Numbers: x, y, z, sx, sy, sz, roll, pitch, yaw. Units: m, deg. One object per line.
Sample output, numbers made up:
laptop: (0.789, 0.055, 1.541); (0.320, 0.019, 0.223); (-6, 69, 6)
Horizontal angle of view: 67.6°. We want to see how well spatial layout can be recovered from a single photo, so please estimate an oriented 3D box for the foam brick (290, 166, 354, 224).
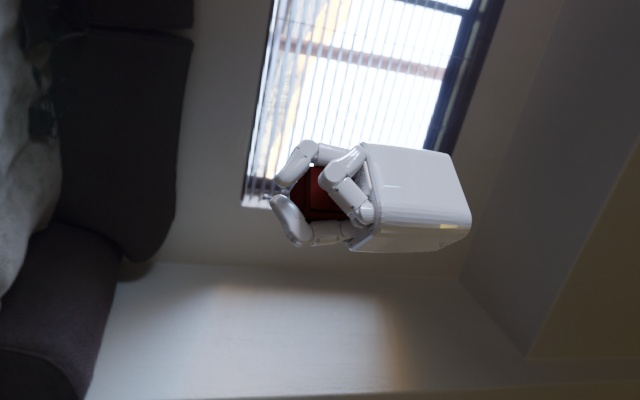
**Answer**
foam brick: (0.000, 0.002, 0.526); (0.051, 0.053, 0.078); (4, -20, -17)
